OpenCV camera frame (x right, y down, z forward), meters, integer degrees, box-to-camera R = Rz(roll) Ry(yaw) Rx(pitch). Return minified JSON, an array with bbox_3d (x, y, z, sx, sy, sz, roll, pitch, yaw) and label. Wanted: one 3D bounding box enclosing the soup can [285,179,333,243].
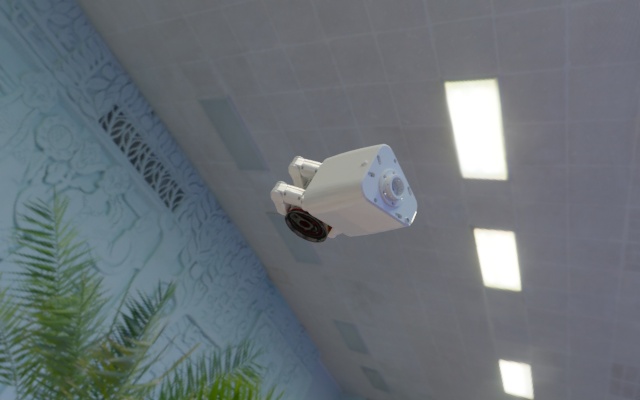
[{"bbox_3d":[0.000,0.002,0.713,0.068,0.102,0.069,21,-34,15],"label":"soup can"}]
